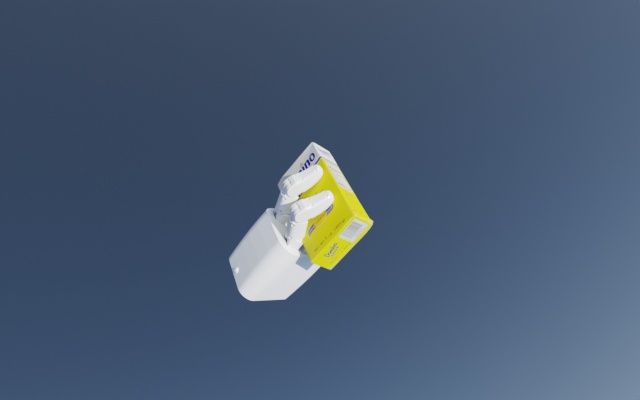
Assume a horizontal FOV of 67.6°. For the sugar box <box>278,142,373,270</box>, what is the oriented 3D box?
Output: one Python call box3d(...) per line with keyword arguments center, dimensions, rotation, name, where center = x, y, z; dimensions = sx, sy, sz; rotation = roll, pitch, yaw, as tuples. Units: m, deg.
box3d(center=(0.000, 0.002, 0.685), dimensions=(0.048, 0.093, 0.176), rotation=(25, 24, -40), name="sugar box")
